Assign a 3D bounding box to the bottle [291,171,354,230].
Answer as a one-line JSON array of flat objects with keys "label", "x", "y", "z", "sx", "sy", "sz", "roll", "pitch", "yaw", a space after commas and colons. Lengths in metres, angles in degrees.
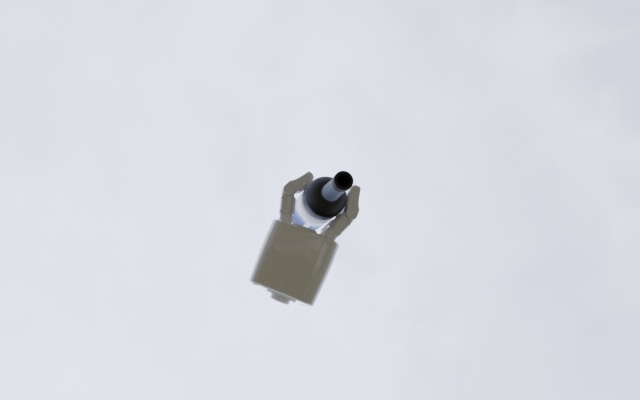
[{"label": "bottle", "x": 0.000, "y": 0.003, "z": 0.785, "sx": 0.069, "sy": 0.069, "sz": 0.296, "roll": 0, "pitch": -12, "yaw": -13}]
